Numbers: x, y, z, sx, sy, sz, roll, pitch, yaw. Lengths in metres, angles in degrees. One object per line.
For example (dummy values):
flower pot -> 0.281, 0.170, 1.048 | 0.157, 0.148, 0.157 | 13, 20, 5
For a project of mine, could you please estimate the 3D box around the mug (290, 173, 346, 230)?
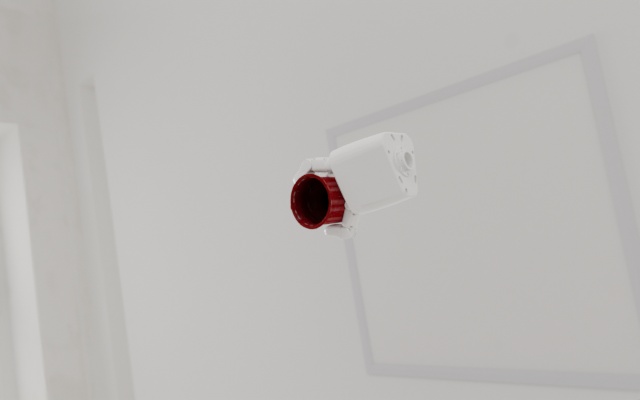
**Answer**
mug -> -0.001, 0.003, 0.829 | 0.117, 0.093, 0.081 | -17, -9, 41
